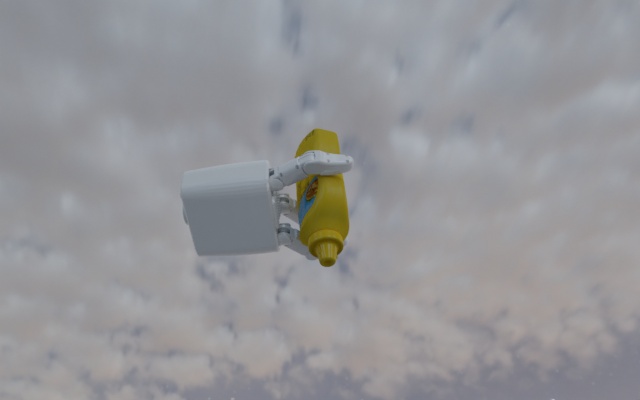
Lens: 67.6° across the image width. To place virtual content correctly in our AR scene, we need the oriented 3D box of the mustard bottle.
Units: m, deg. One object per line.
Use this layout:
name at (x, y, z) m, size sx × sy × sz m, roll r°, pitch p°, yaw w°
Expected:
mustard bottle at (0.000, 0.002, 0.601) m, size 0.058 × 0.191 × 0.096 m, roll 11°, pitch -47°, yaw -17°
